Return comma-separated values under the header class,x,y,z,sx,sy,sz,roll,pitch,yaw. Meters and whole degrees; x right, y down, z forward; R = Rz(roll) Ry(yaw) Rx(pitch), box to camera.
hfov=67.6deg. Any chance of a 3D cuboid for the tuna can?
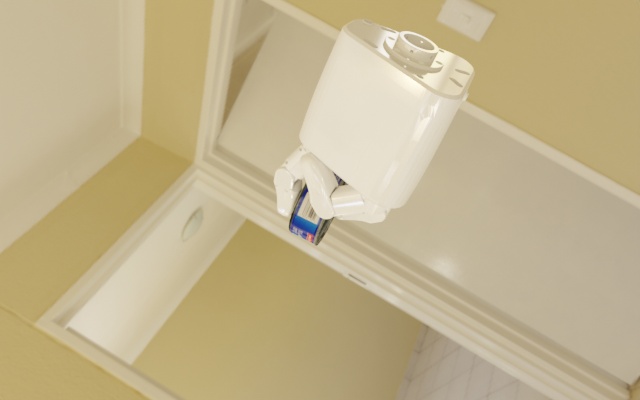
class,x,y,z,sx,sy,sz,roll,pitch,yaw
tuna can,0.000,0.001,0.498,0.034,0.086,0.086,26,3,7
